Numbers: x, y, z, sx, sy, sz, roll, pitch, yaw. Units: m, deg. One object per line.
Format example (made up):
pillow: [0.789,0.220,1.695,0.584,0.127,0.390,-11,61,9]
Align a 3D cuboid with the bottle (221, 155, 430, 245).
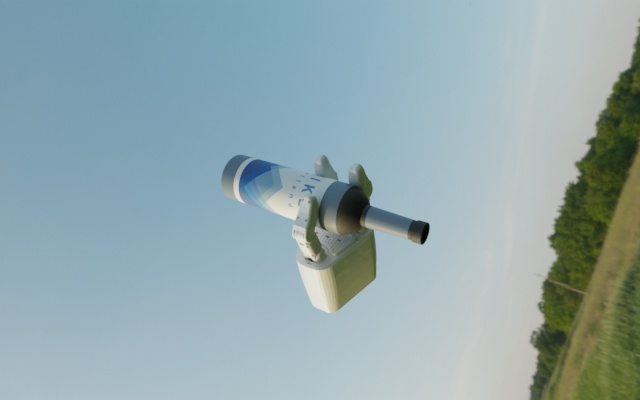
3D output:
bottle: [0.000,0.002,0.630,0.295,0.069,0.069,17,8,29]
